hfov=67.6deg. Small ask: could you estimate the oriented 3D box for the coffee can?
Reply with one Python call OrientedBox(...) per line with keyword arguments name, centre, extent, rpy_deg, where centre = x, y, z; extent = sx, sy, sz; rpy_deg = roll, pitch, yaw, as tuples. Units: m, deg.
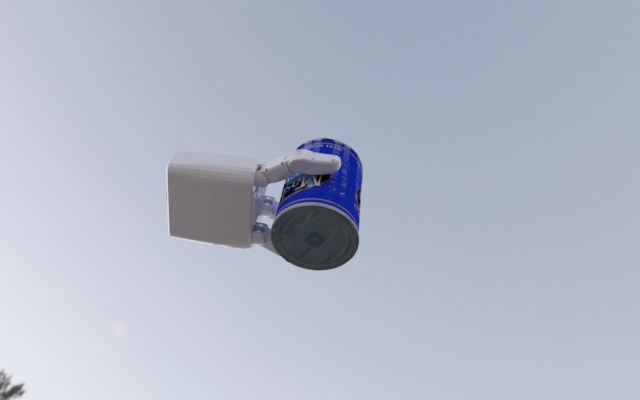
OrientedBox(name="coffee can", centre=(0.000, 0.002, 0.599), extent=(0.103, 0.103, 0.140), rpy_deg=(0, 39, 8))
